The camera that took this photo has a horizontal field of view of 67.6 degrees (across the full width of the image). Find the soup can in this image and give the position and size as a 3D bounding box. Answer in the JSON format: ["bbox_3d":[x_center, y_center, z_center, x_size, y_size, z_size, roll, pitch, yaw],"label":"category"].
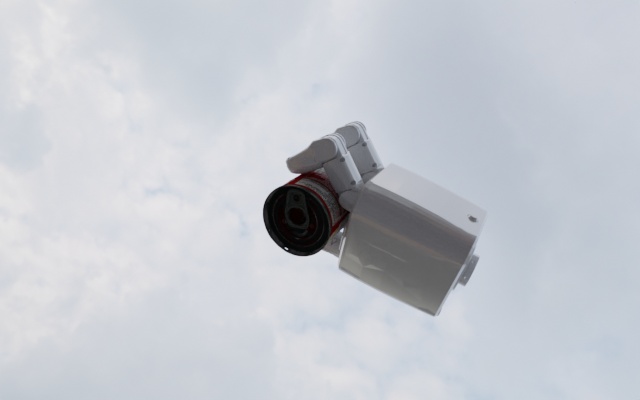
[{"bbox_3d":[0.000,0.001,0.461,0.068,0.068,0.102,0,20,28],"label":"soup can"}]
